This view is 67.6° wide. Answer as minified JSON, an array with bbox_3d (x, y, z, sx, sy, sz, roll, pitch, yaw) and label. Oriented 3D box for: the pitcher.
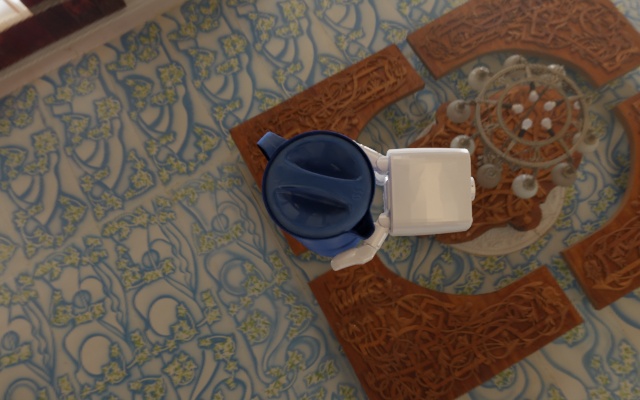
[{"bbox_3d":[0.000,0.002,0.663,0.145,0.149,0.243,-4,-15,4],"label":"pitcher"}]
